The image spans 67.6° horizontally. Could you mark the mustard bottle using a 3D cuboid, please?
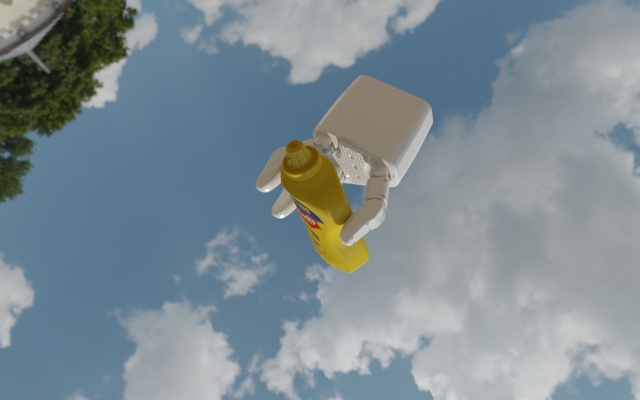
[{"bbox_3d":[0.000,0.002,0.550,0.058,0.192,0.096,-35,50,-10],"label":"mustard bottle"}]
